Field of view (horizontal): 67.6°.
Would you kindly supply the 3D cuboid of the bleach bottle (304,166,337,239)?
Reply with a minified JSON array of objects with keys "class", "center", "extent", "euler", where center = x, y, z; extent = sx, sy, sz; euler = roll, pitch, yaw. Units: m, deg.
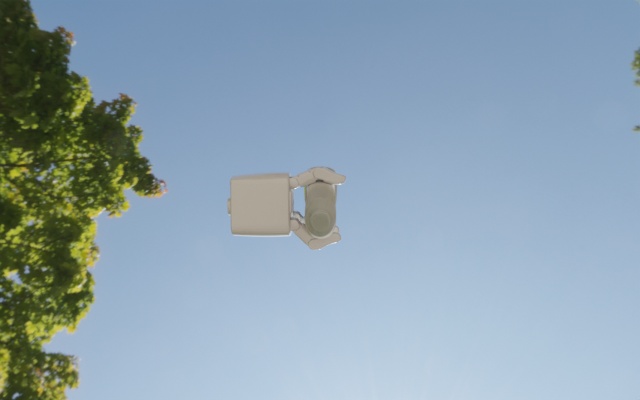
[{"class":"bleach bottle","center":[0.000,0.003,0.873],"extent":[0.068,0.102,0.250],"euler":[0,11,0]}]
